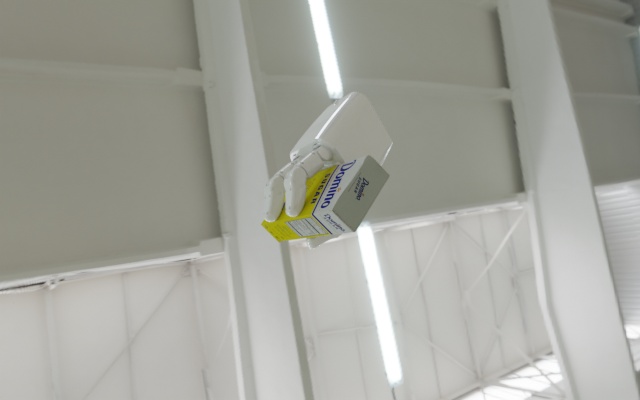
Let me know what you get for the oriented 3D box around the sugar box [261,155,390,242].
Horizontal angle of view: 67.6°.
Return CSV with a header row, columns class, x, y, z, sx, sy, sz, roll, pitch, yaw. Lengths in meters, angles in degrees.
class,x,y,z,sx,sy,sz,roll,pitch,yaw
sugar box,0.000,0.002,0.615,0.048,0.093,0.176,44,-29,-18
